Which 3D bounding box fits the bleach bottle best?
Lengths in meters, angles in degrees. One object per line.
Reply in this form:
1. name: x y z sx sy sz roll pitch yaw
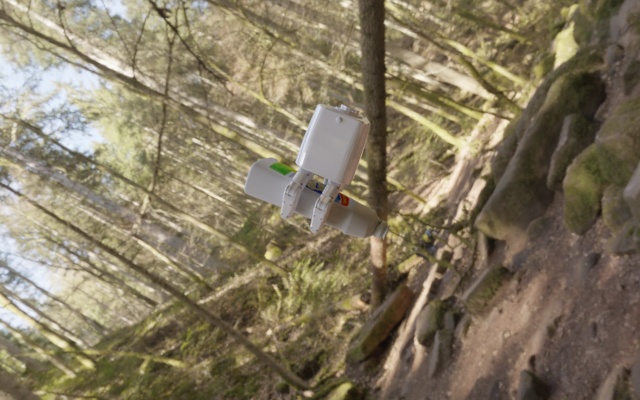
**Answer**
1. bleach bottle: 0.000 0.003 0.824 0.251 0.068 0.102 23 16 12
